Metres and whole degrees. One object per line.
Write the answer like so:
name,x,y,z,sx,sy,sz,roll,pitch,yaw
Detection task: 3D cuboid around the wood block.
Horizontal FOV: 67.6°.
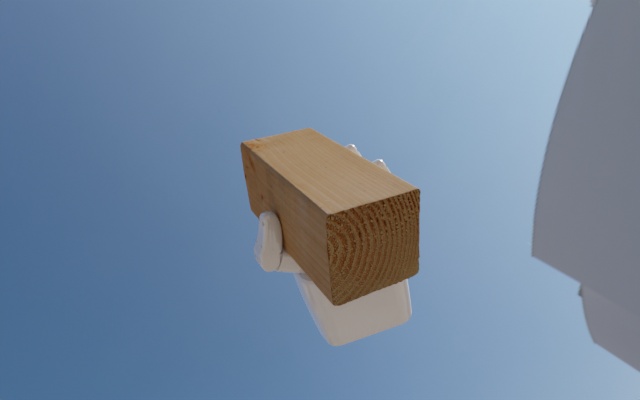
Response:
wood block,0.000,0.002,0.477,0.091,0.090,0.206,-17,29,-22
